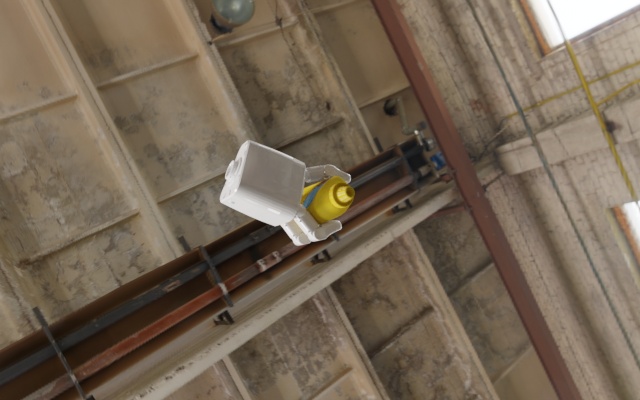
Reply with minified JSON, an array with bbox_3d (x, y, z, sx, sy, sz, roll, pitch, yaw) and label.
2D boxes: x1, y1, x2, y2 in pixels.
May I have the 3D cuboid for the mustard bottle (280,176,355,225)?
[{"bbox_3d":[0.000,0.003,0.823,0.096,0.058,0.191,-49,14,-27],"label":"mustard bottle"}]
